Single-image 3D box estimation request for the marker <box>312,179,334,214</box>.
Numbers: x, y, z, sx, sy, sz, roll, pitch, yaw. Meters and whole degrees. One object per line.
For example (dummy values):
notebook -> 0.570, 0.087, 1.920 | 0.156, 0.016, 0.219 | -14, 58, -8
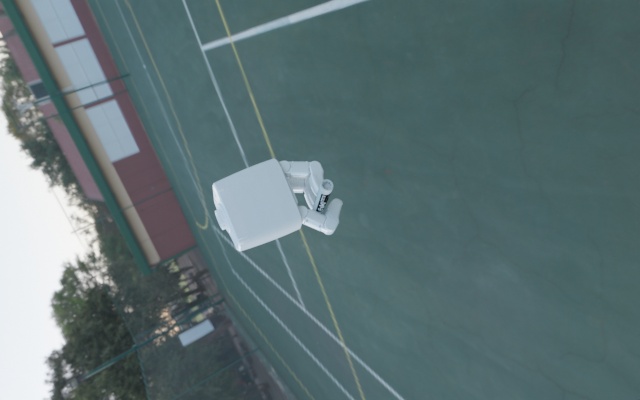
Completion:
marker -> 0.000, 0.002, 0.734 | 0.020, 0.020, 0.121 | 0, -24, -10
